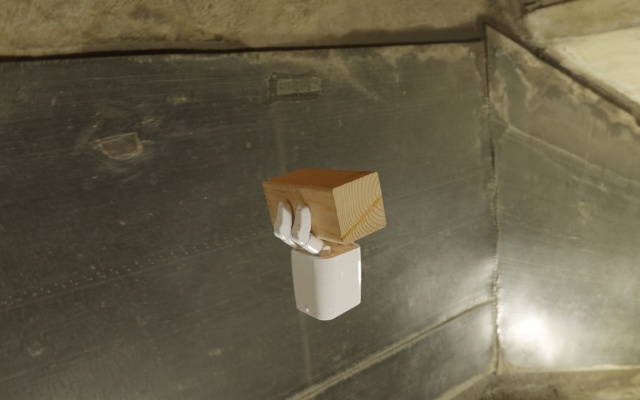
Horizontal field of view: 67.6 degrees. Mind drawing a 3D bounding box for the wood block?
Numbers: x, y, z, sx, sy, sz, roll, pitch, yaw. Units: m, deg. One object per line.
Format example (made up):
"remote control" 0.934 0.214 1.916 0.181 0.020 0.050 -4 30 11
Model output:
"wood block" 0.001 0.003 0.789 0.091 0.090 0.206 -21 17 -33
